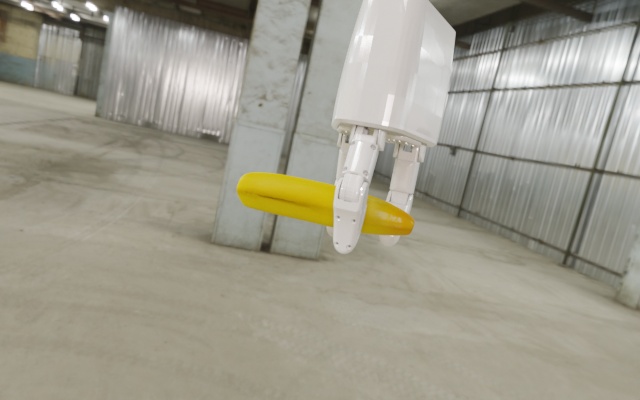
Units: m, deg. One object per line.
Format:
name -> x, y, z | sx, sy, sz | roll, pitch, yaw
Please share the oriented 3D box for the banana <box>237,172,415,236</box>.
banana -> -0.014, -0.001, 0.430 | 0.198, 0.037, 0.069 | 11, 1, 39
